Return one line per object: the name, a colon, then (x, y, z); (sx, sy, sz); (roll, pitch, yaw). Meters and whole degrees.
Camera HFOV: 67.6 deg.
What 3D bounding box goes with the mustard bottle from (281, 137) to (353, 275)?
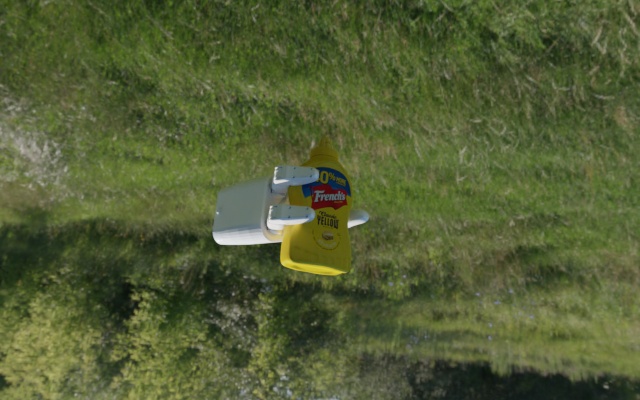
mustard bottle: (0.000, 0.002, 0.664); (0.096, 0.191, 0.058); (14, -21, -27)
